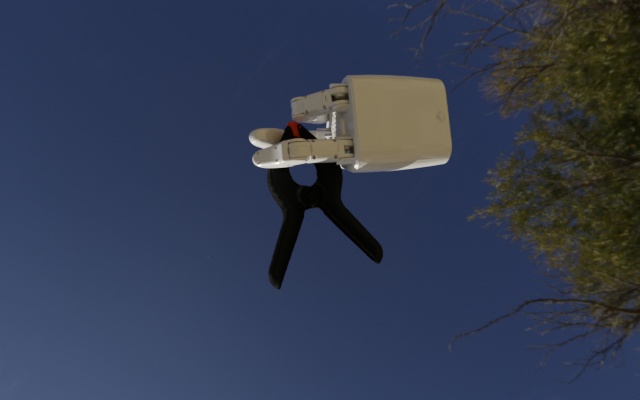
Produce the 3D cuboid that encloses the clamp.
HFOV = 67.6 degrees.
[{"bbox_3d":[0.000,0.002,0.501,0.120,0.171,0.039,-4,-6,-14],"label":"clamp"}]
